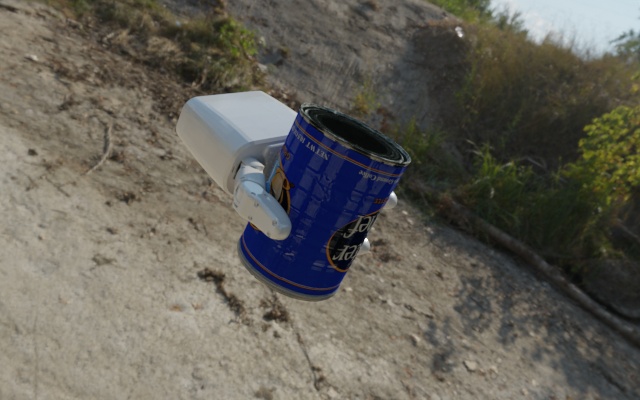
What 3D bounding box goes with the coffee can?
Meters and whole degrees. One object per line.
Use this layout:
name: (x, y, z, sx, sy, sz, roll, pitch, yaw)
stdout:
coffee can: (0.000, 0.002, 0.418, 0.103, 0.140, 0.102, 23, 21, -10)
